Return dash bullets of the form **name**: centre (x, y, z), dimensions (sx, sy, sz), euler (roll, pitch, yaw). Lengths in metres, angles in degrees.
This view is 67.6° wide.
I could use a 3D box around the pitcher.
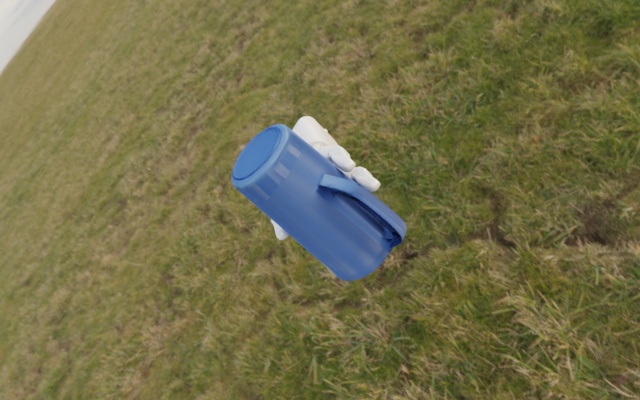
- **pitcher**: centre (0.000, 0.002, 0.689), dimensions (0.243, 0.149, 0.145), euler (41, 16, -31)
